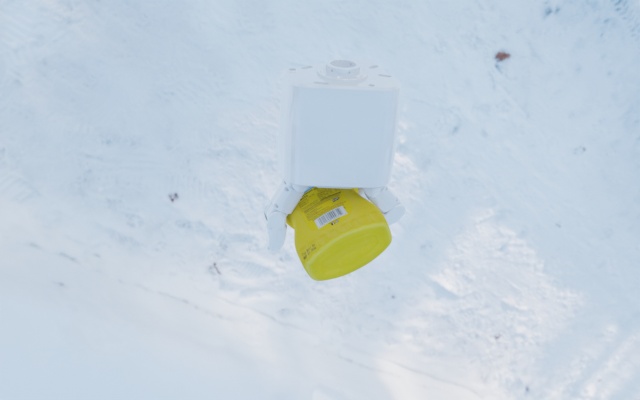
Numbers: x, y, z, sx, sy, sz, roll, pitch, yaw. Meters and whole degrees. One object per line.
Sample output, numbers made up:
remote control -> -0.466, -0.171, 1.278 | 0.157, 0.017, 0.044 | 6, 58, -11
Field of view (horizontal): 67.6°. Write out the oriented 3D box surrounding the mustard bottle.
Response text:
mustard bottle -> 0.000, 0.002, 0.548 | 0.096, 0.058, 0.191 | -28, 39, -1
